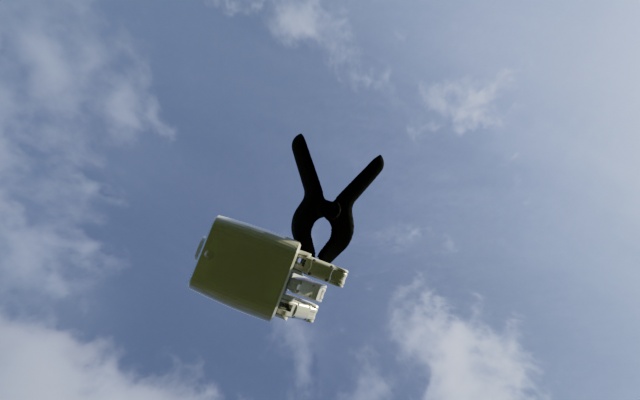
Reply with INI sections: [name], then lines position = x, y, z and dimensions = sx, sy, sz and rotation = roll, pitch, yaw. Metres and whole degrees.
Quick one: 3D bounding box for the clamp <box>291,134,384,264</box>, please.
[clamp]
position = 0.000, 0.002, 0.597
dimensions = 0.120, 0.171, 0.039
rotation = 21, -9, -5
